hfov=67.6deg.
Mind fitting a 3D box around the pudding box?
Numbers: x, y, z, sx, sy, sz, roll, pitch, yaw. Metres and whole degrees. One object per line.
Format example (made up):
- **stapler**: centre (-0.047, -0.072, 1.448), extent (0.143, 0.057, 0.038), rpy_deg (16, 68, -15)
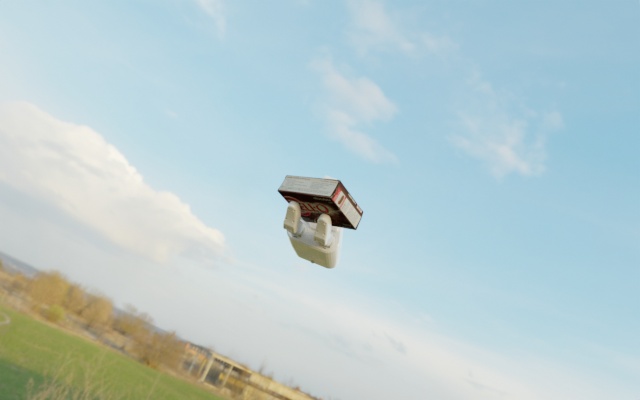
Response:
- **pudding box**: centre (0.000, 0.002, 0.759), extent (0.113, 0.039, 0.090), rpy_deg (5, -31, 38)
